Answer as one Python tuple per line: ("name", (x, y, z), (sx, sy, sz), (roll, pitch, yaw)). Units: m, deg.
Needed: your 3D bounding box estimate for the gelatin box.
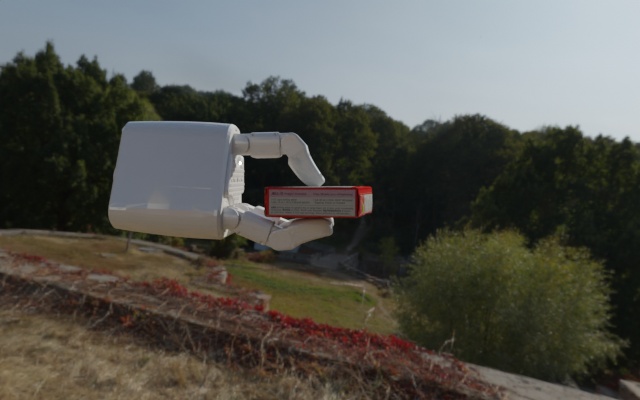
("gelatin box", (0.000, 0.001, 0.455), (0.089, 0.030, 0.073), (0, 1, 15))
